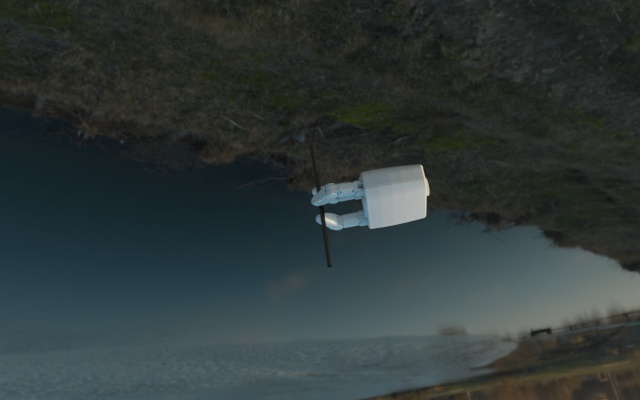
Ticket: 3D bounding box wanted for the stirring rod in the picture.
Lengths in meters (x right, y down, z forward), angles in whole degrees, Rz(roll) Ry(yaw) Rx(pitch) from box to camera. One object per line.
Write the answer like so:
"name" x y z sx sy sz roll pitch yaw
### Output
"stirring rod" 0.000 0.003 0.853 0.011 0.239 0.011 -7 -25 -3
